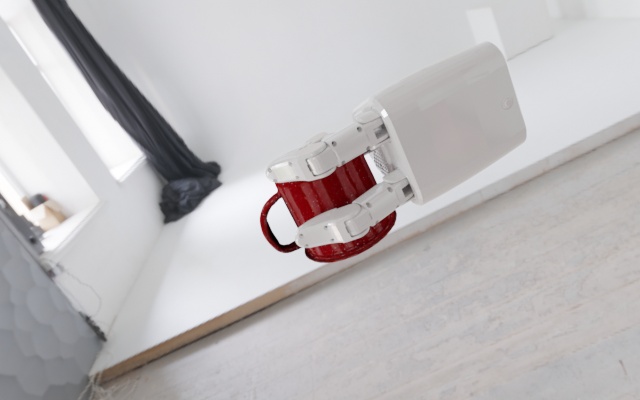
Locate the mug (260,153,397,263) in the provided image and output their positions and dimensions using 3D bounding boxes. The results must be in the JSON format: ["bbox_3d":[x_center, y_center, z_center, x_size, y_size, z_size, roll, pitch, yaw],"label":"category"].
[{"bbox_3d":[-0.001,0.002,0.427,0.117,0.081,0.093,-29,21,-5],"label":"mug"}]
